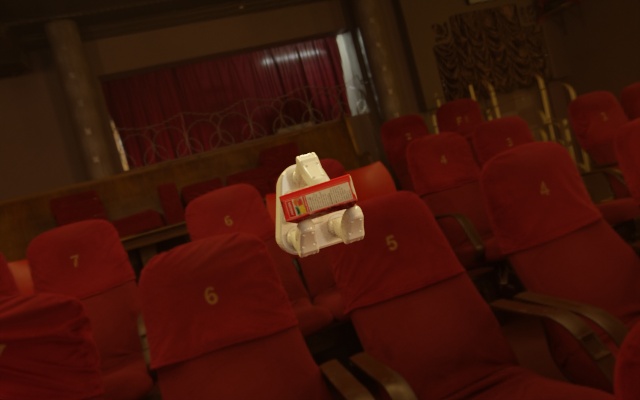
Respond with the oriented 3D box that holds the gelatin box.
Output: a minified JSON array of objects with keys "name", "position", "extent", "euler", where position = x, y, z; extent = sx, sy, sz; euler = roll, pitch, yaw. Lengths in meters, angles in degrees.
[{"name":"gelatin box","position":[0.000,0.001,0.503],"extent":[0.073,0.030,0.089],"euler":[-17,-5,2]}]
